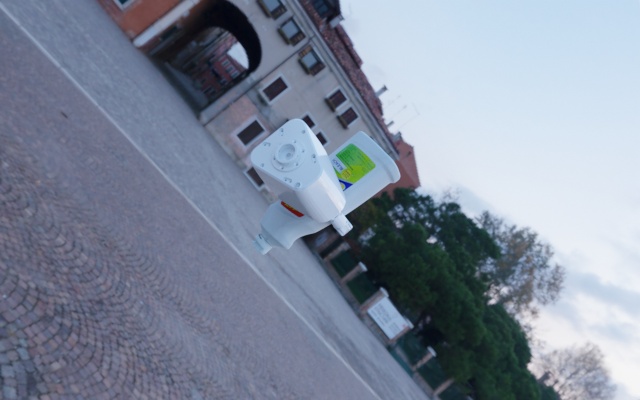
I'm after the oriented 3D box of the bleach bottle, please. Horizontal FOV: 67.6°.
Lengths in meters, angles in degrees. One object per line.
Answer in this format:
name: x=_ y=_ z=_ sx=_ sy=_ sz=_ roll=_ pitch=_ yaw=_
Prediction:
bleach bottle: x=0.000 y=0.002 z=0.768 sx=0.251 sy=0.102 sz=0.068 roll=-39 pitch=-31 yaw=-2
